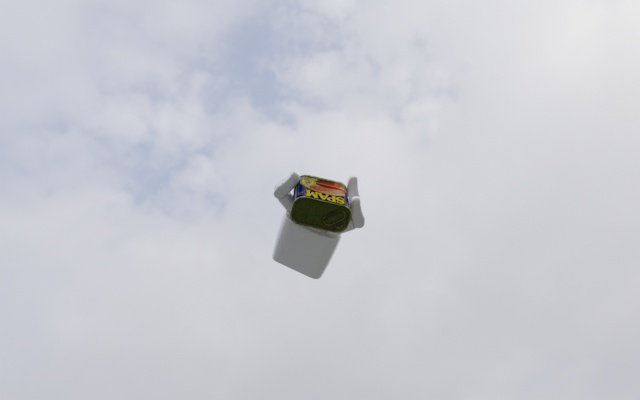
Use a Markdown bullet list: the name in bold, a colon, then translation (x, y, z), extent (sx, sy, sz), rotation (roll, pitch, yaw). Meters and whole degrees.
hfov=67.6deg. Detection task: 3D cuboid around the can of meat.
- **can of meat**: translation (0.000, 0.002, 0.836), extent (0.102, 0.057, 0.084), rotation (13, 32, -9)
